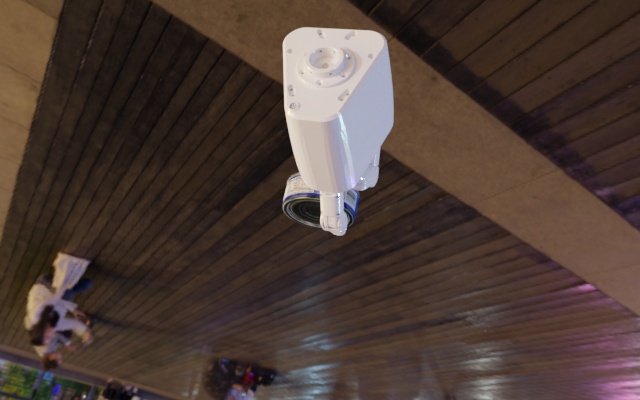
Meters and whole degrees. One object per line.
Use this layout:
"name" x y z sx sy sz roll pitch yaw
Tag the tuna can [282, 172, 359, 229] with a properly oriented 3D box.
"tuna can" 0.000 0.002 0.549 0.086 0.033 0.086 9 -26 4
